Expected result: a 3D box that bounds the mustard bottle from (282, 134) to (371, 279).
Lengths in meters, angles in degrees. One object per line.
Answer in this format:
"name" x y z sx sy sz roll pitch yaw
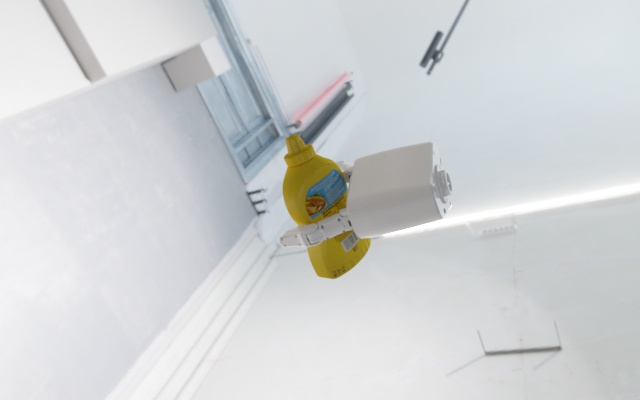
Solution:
"mustard bottle" 0.000 0.002 0.633 0.058 0.192 0.096 0 31 47
